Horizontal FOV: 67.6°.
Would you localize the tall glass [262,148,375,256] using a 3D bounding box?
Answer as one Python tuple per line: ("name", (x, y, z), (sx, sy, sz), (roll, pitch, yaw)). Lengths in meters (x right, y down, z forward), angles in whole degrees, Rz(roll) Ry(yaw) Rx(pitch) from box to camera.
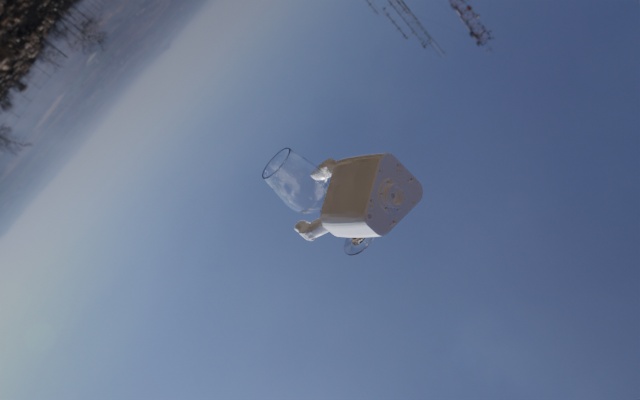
("tall glass", (0.000, 0.003, 0.769), (0.201, 0.079, 0.079), (41, -19, -24))
